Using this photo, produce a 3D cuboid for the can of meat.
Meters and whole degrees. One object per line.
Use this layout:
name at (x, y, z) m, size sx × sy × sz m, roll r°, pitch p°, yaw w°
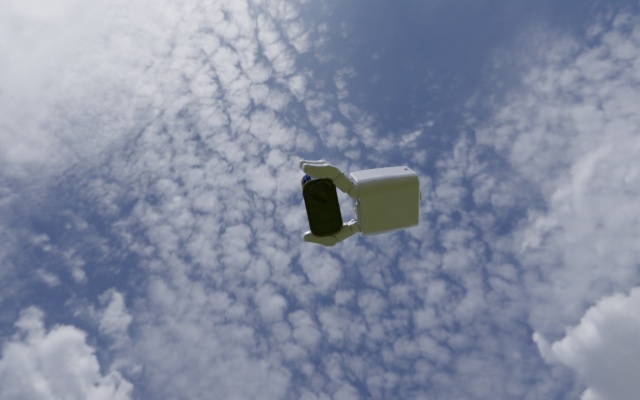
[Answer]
can of meat at (0.000, 0.003, 0.841) m, size 0.057 × 0.102 × 0.084 m, roll -12°, pitch 15°, yaw -2°
